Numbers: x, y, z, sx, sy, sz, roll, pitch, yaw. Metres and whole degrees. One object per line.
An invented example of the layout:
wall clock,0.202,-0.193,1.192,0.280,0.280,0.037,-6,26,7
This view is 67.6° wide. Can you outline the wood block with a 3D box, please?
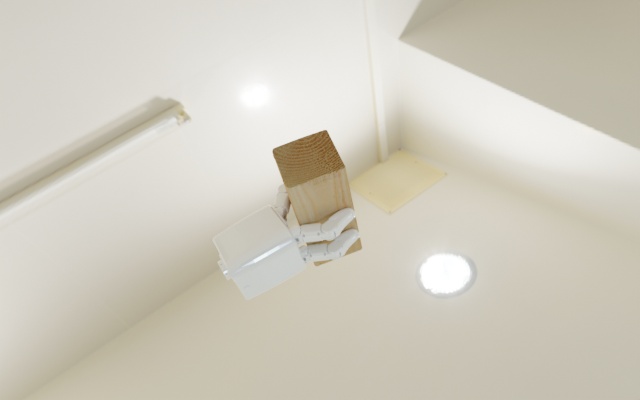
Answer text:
wood block,0.000,0.002,0.760,0.090,0.090,0.206,-21,-40,-4
